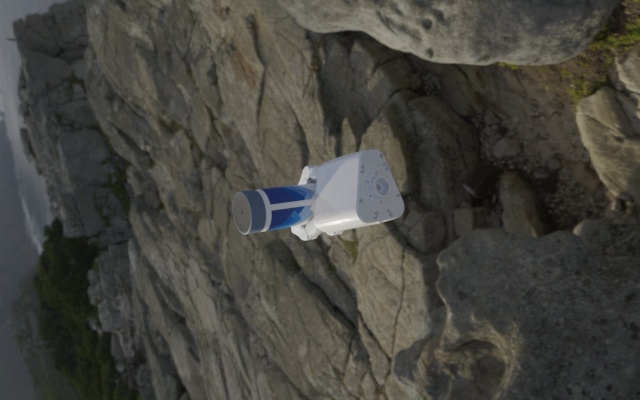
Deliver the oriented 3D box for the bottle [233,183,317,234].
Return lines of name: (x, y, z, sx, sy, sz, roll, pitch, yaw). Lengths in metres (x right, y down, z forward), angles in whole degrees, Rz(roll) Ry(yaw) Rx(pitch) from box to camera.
bottle: (0.000, 0.003, 0.811, 0.295, 0.069, 0.069, -8, 4, -34)
